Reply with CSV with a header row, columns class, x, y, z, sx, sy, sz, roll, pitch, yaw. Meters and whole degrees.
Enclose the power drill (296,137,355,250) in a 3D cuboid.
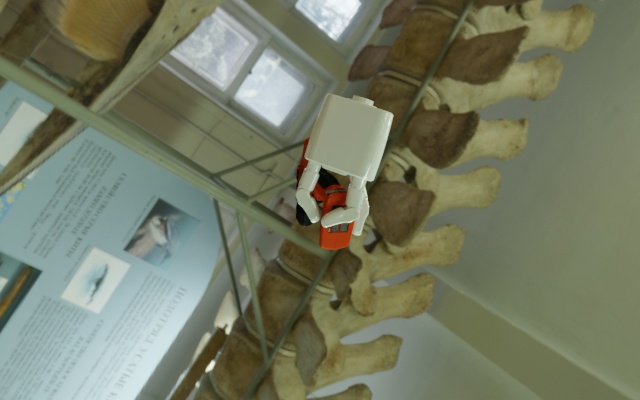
class,x,y,z,sx,sy,sz,roll,pitch,yaw
power drill,0.000,0.003,0.837,0.057,0.184,0.187,-4,32,-19
